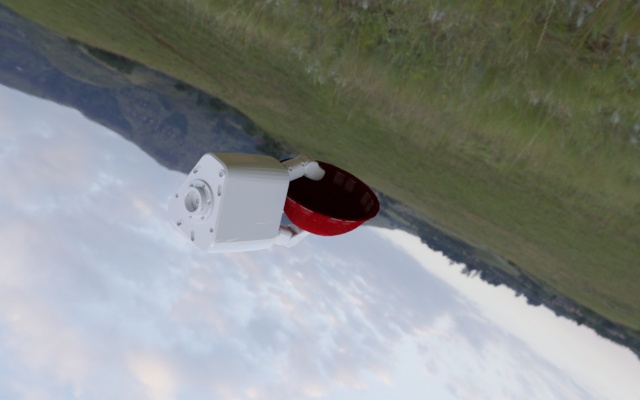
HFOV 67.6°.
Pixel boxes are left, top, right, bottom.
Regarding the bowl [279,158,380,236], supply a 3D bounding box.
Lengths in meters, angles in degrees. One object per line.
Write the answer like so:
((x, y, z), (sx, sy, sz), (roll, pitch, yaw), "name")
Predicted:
((0.001, 0.003, 0.684), (0.162, 0.055, 0.162), (16, 28, -9), "bowl")
